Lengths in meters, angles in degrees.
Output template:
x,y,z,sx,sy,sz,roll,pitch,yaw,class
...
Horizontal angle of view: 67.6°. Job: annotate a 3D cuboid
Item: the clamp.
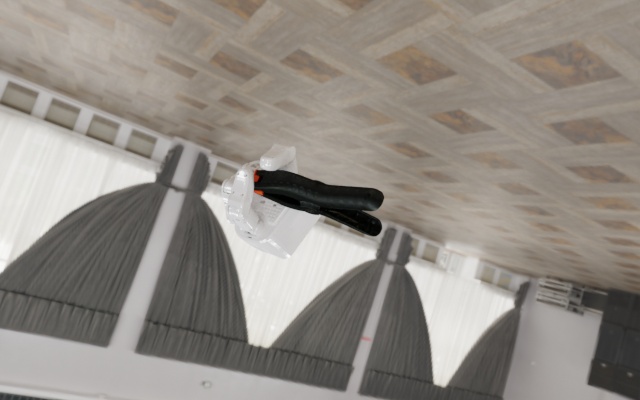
x,y,z,sx,sy,sz,roll,pitch,yaw,class
0.000,0.002,0.576,0.171,0.039,0.120,15,-24,21,clamp
